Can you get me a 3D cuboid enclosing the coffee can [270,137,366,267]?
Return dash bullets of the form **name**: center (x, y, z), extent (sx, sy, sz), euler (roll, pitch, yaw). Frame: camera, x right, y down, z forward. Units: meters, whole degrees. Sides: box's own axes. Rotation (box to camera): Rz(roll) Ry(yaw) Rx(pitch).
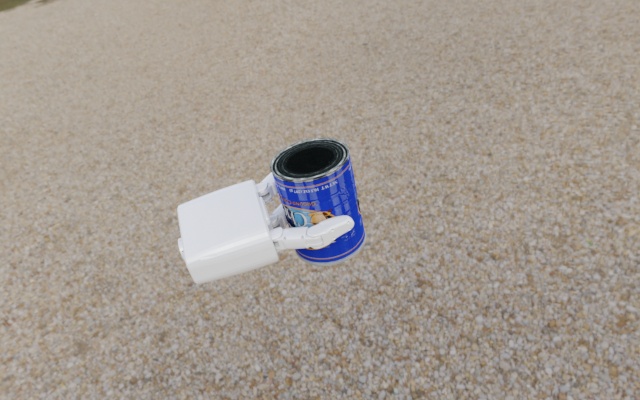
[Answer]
- **coffee can**: center (0.000, 0.002, 0.636), extent (0.103, 0.140, 0.102), euler (-9, 35, 7)
